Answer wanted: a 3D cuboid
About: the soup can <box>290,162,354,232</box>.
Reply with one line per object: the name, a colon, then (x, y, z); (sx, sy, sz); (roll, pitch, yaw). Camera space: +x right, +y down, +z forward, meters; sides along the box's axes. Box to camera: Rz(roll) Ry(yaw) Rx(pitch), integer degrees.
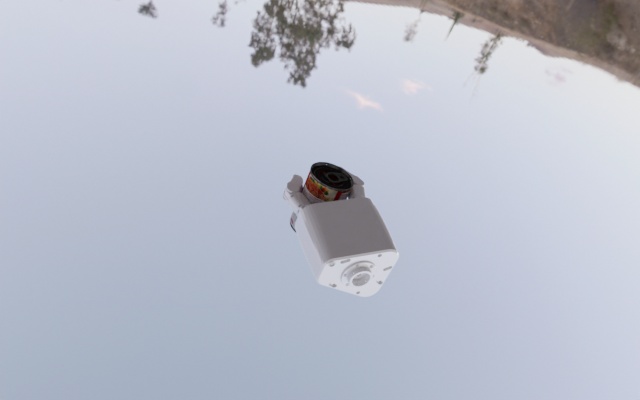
soup can: (0.000, 0.002, 0.723); (0.068, 0.102, 0.068); (17, 33, -11)
